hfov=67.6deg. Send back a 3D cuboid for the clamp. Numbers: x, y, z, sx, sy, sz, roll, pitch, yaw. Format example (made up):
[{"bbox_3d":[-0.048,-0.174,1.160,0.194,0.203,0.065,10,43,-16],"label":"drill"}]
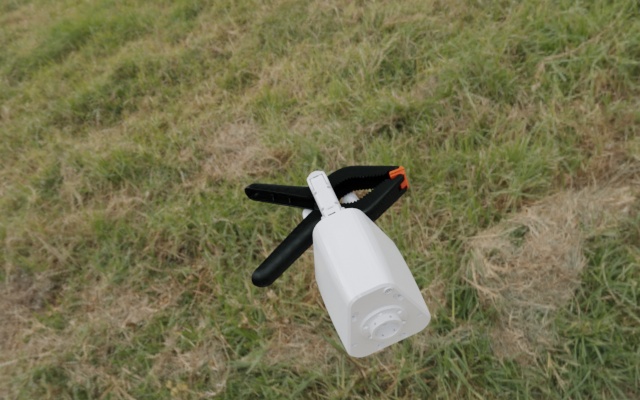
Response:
[{"bbox_3d":[0.000,0.001,0.579,0.210,0.036,0.164,-25,44,1],"label":"clamp"}]
